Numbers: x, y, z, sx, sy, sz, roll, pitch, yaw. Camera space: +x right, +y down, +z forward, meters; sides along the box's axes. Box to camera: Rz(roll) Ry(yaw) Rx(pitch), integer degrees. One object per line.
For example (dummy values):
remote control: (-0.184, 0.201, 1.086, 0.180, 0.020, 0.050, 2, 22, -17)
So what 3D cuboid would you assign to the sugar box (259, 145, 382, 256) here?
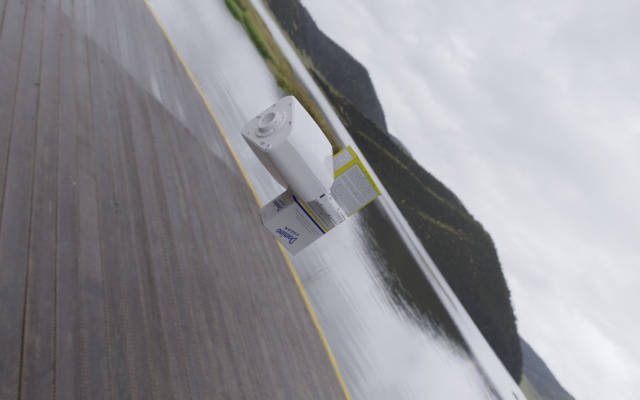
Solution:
sugar box: (0.000, 0.002, 0.747, 0.176, 0.093, 0.048, -33, 39, 6)
